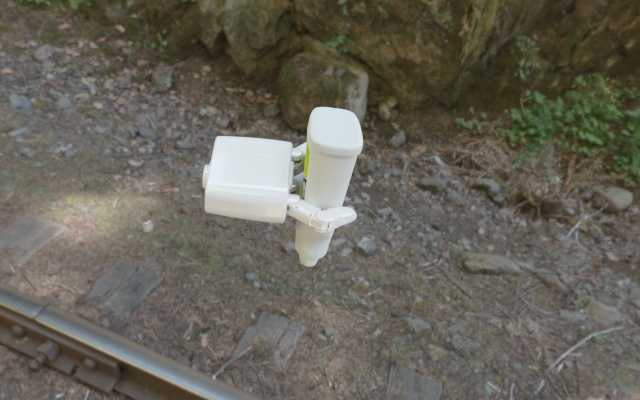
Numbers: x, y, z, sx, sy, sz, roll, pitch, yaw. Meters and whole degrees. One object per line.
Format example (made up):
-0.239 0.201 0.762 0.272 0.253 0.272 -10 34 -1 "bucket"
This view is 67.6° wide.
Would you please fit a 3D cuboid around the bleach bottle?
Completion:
0.000 0.002 0.672 0.068 0.251 0.102 6 38 -6 "bleach bottle"
